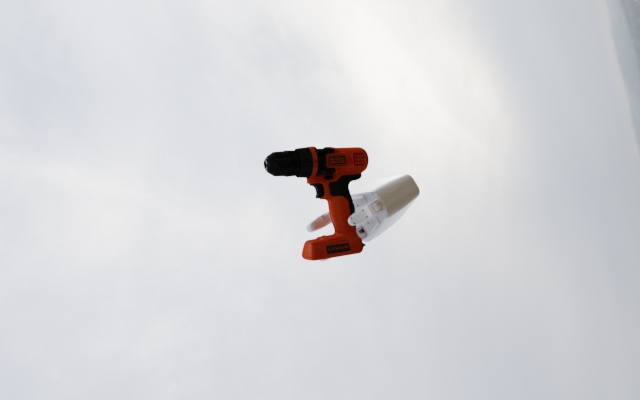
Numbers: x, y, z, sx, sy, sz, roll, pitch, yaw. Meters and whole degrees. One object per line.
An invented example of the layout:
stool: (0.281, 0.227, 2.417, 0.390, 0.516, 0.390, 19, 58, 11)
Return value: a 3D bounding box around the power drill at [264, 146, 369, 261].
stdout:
power drill: (0.000, 0.003, 0.800, 0.184, 0.187, 0.057, -5, 4, -21)
